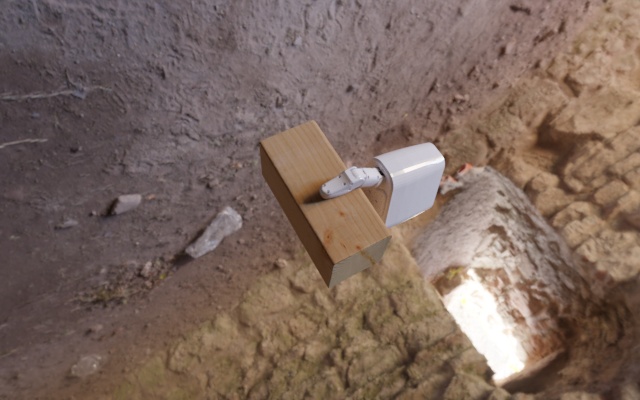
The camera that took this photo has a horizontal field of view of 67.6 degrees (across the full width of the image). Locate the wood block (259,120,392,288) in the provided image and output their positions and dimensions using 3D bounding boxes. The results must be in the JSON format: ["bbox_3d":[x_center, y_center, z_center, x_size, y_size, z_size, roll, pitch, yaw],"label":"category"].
[{"bbox_3d":[0.001,0.002,0.667,0.090,0.206,0.091,-25,-24,-17],"label":"wood block"}]
